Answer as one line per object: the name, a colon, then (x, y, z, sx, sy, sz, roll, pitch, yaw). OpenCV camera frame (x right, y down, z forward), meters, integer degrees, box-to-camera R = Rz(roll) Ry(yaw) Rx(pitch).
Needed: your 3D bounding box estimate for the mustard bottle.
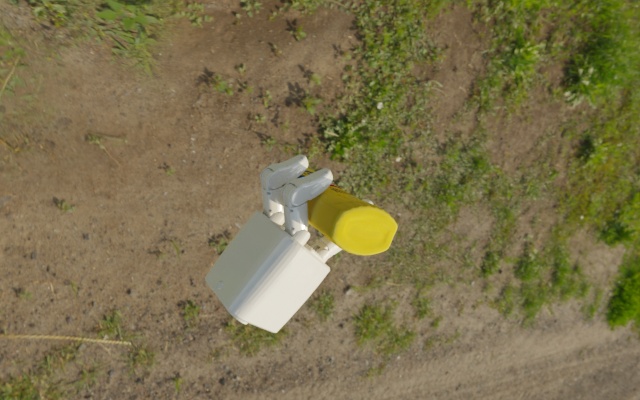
mustard bottle: (0.000, 0.002, 0.591, 0.096, 0.058, 0.191, 13, 13, -38)
